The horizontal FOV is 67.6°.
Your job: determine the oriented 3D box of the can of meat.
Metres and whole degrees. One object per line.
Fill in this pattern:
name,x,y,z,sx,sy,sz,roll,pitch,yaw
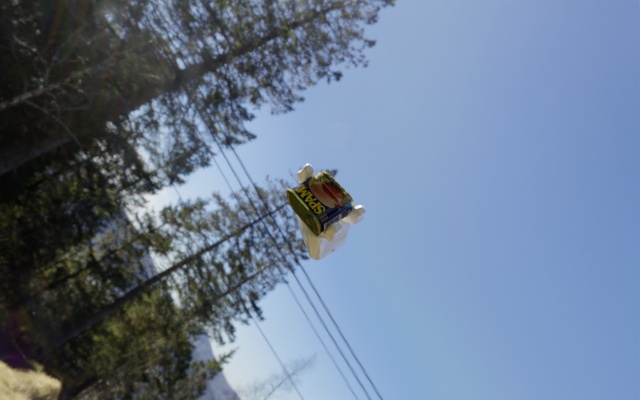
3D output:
can of meat,0.000,0.003,0.881,0.084,0.102,0.057,-31,-31,-20
